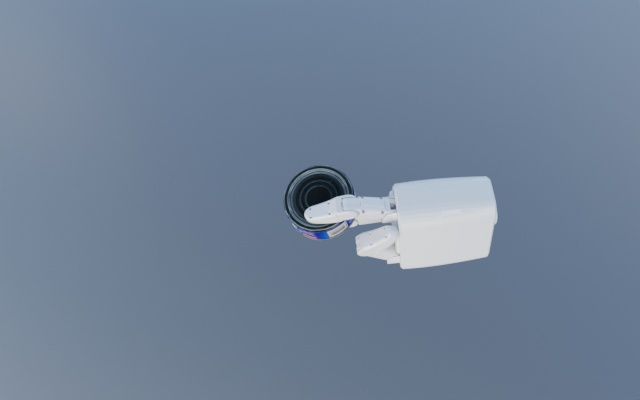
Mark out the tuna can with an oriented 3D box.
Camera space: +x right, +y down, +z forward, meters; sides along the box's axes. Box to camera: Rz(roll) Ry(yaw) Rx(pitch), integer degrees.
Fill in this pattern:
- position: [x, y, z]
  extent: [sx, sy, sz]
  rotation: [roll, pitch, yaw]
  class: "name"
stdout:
- position: [0.000, 0.002, 0.567]
  extent: [0.086, 0.086, 0.034]
  rotation: [0, -21, 12]
  class: "tuna can"
